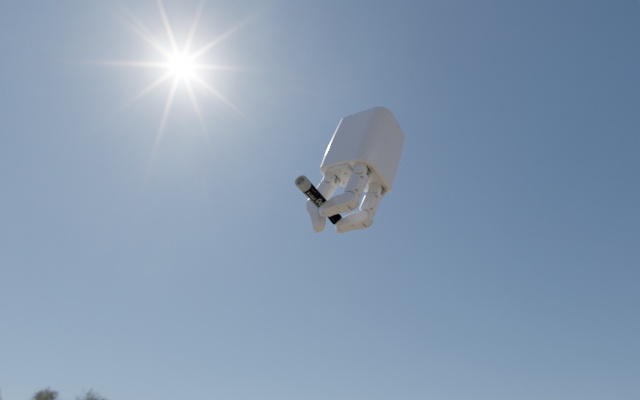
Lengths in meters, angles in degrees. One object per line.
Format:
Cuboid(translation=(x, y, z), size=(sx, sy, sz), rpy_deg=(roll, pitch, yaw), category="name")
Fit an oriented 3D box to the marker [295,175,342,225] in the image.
Cuboid(translation=(0.000, 0.002, 0.711), size=(0.020, 0.020, 0.121), rpy_deg=(0, -30, 33), category="marker")
